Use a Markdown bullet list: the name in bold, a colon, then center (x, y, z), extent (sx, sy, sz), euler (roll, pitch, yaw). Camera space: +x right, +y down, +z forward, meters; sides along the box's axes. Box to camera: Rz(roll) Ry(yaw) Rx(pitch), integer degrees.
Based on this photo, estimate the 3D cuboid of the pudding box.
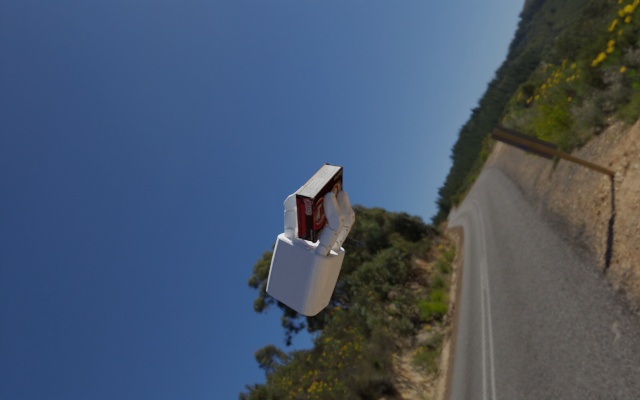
- **pudding box**: center (0.000, 0.003, 0.797), extent (0.039, 0.090, 0.113), euler (14, 37, 20)
